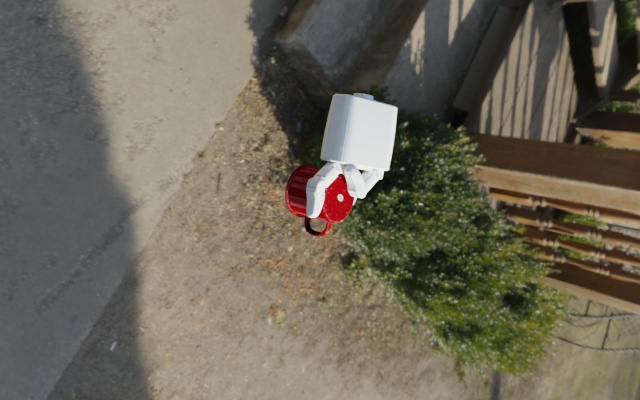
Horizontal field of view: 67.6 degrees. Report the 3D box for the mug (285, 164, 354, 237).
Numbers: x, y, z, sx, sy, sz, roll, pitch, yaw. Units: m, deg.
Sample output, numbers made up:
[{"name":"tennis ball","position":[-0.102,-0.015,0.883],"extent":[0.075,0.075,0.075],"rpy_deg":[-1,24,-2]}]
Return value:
[{"name":"mug","position":[0.000,0.004,0.793],"extent":[0.081,0.117,0.093],"rpy_deg":[14,7,41]}]
